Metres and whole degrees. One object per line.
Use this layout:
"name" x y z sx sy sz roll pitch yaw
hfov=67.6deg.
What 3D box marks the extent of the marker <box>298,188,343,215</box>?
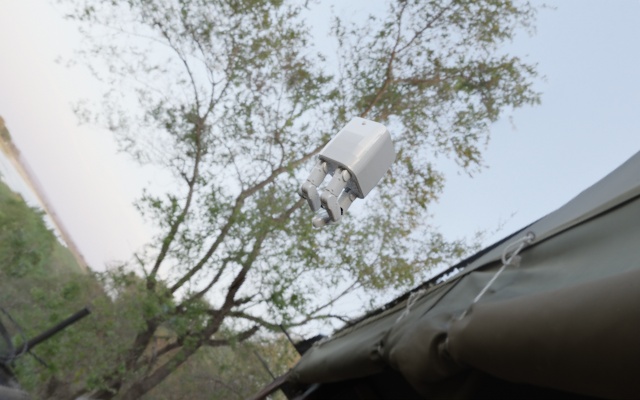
"marker" 0.000 0.003 0.891 0.020 0.020 0.121 0 19 -40
